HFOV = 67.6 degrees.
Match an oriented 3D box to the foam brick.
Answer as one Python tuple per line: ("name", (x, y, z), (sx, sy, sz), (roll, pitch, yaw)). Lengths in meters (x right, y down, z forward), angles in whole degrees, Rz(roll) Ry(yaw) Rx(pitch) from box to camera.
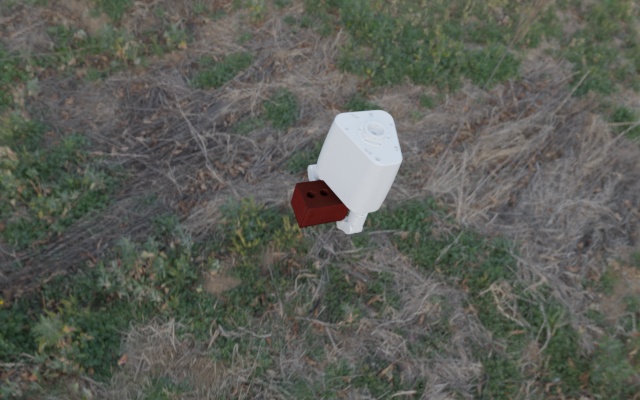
("foam brick", (0.000, 0.003, 0.742), (0.078, 0.053, 0.051), (-10, -34, -23))
